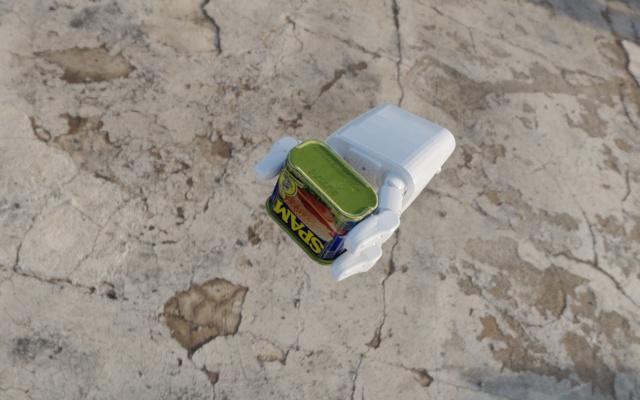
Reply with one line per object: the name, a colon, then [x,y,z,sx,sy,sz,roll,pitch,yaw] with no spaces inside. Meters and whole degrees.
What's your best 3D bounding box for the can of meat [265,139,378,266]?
can of meat: [0.000,0.001,0.477,0.057,0.102,0.084,-35,-18,-38]
